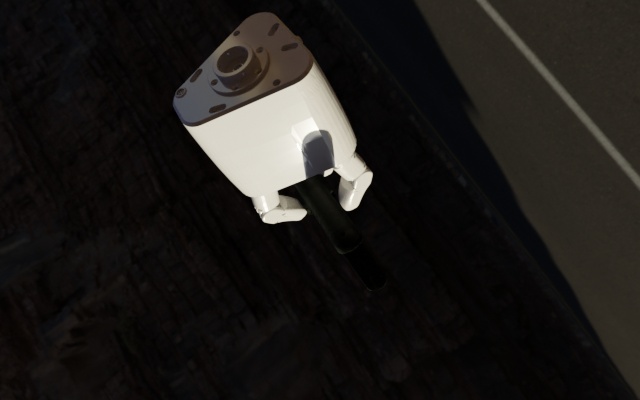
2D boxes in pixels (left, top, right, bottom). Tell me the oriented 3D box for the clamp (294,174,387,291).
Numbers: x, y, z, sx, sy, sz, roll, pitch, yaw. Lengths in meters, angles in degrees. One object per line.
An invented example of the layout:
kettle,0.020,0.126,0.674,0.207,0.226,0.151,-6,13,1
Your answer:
clamp,-0.001,0.002,0.504,0.036,0.210,0.165,-34,-34,-1
